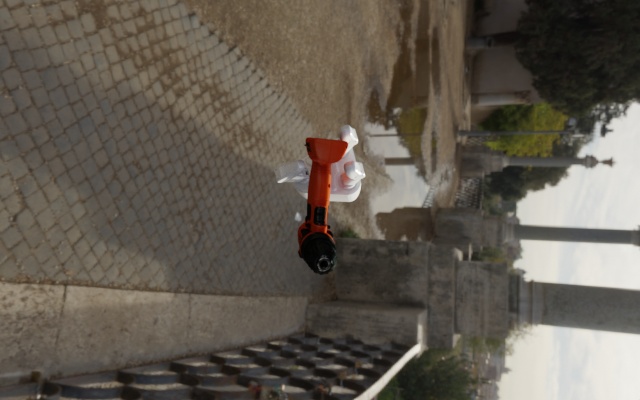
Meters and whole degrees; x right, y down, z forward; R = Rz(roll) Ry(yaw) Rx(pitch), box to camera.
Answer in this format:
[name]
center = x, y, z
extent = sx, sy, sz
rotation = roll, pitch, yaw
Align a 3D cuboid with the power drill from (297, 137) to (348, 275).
[power drill]
center = 0.000, 0.002, 0.705
extent = 0.057, 0.188, 0.184
rotation = 6, 9, -10
